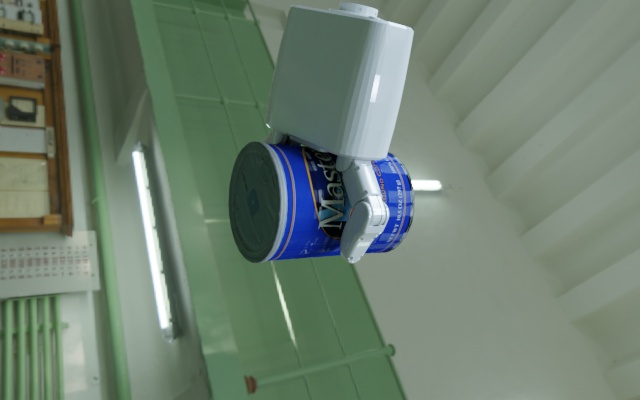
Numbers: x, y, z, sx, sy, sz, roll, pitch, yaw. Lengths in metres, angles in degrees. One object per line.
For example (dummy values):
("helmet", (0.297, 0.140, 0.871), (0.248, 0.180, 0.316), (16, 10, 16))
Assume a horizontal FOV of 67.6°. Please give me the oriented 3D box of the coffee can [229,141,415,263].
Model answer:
("coffee can", (0.000, 0.002, 0.440), (0.140, 0.103, 0.103), (0, 0, -33))
